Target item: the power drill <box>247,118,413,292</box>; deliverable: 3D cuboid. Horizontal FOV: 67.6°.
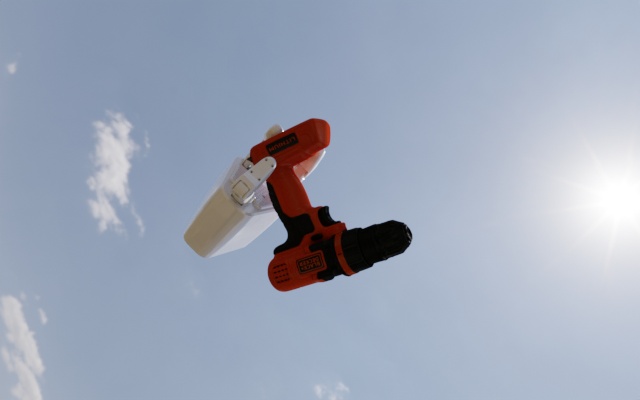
[{"bbox_3d":[0.000,0.002,0.571,0.184,0.187,0.057,-21,-12,21],"label":"power drill"}]
